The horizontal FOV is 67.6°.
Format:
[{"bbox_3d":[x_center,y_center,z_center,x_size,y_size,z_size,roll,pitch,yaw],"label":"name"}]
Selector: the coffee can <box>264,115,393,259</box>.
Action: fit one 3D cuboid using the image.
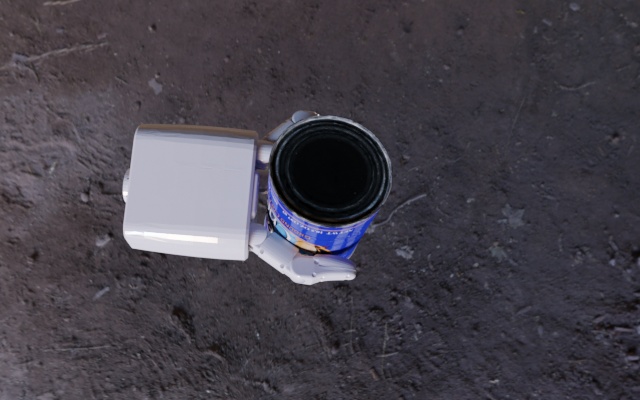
[{"bbox_3d":[0.000,0.002,0.449,0.103,0.102,0.140,0,-24,-8],"label":"coffee can"}]
